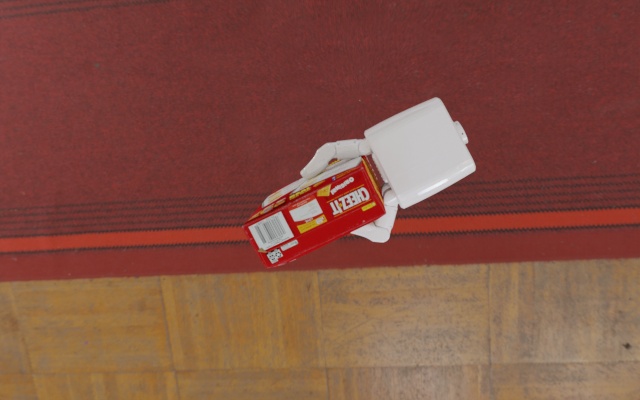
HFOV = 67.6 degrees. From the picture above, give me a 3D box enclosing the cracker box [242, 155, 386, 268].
[{"bbox_3d":[0.000,0.002,0.660,0.164,0.072,0.213,-26,9,9],"label":"cracker box"}]
